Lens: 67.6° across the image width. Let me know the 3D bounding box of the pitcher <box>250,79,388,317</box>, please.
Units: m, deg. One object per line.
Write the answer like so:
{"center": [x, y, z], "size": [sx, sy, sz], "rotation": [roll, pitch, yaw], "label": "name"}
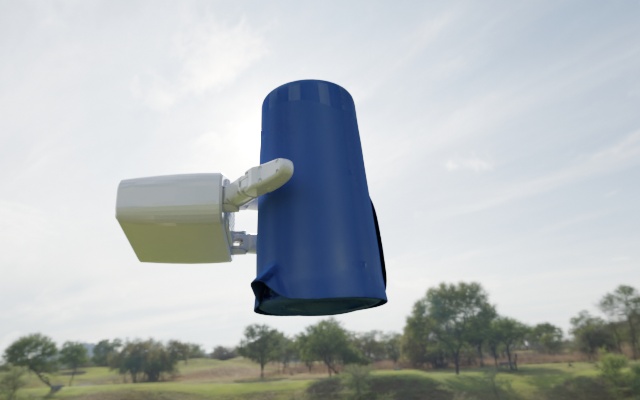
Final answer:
{"center": [0.000, 0.002, 0.518], "size": [0.145, 0.242, 0.149], "rotation": [-3, -19, -1], "label": "pitcher"}
